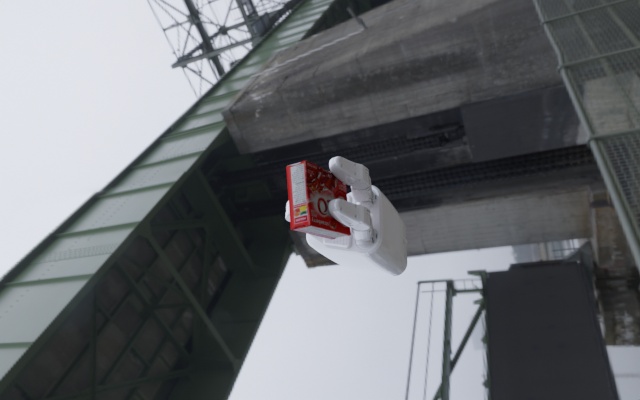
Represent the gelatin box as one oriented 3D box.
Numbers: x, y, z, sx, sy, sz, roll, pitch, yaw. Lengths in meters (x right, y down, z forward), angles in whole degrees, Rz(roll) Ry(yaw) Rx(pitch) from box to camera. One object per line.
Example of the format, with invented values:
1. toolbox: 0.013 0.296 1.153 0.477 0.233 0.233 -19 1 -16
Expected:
1. gelatin box: 0.000 0.002 0.543 0.030 0.073 0.089 -14 -19 31
